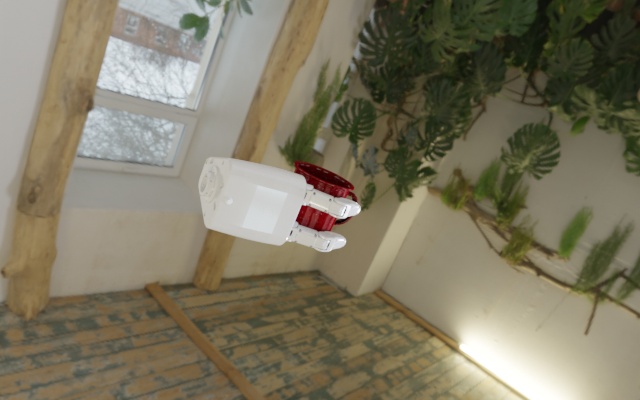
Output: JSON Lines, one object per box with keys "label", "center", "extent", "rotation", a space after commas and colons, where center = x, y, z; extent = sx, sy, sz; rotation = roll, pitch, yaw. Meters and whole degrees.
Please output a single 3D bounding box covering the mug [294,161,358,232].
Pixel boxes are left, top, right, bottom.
{"label": "mug", "center": [0.001, 0.003, 0.690], "extent": [0.117, 0.081, 0.093], "rotation": [16, 16, -30]}
